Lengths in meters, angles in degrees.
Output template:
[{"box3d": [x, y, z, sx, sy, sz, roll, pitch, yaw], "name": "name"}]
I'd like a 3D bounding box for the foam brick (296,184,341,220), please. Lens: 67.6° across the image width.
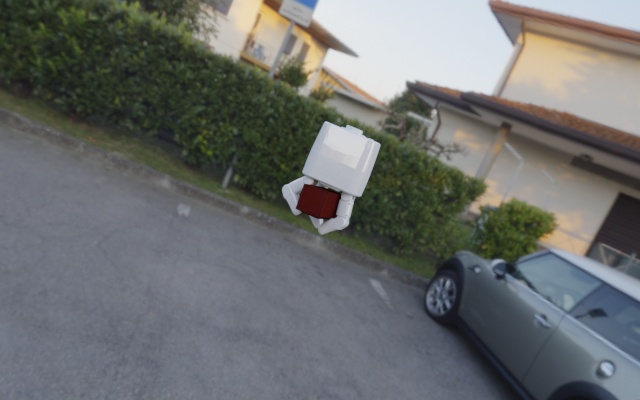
[{"box3d": [0.000, 0.003, 0.883, 0.053, 0.051, 0.078, 23, 7, 26], "name": "foam brick"}]
